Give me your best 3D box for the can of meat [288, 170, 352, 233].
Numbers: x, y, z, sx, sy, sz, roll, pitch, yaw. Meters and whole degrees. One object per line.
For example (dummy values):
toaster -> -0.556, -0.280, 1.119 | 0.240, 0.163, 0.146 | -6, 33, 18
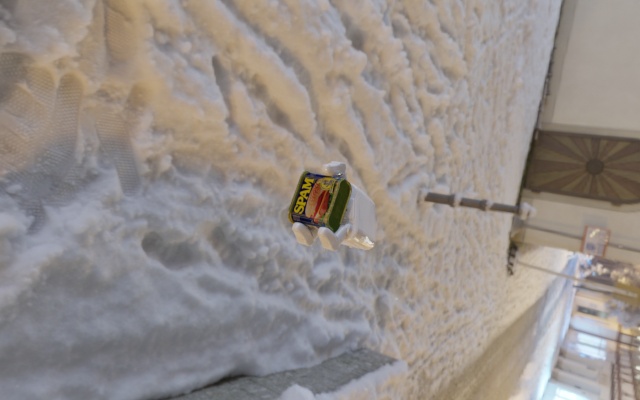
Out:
can of meat -> 0.000, 0.003, 0.862 | 0.084, 0.102, 0.057 | 11, -15, 31
